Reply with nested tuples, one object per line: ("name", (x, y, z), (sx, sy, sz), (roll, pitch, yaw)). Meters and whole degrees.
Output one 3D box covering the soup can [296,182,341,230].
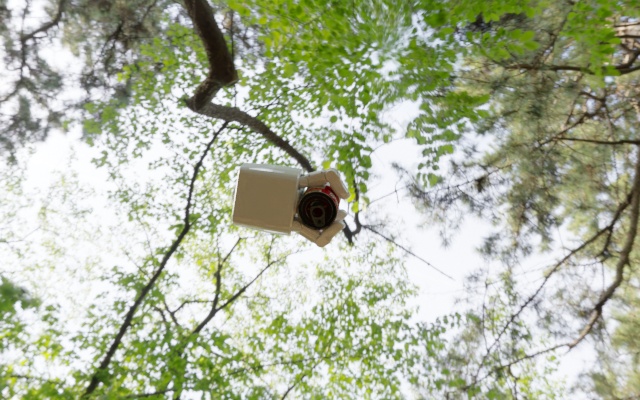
("soup can", (0.001, 0.003, 0.834), (0.068, 0.068, 0.102), (0, 17, 8))
